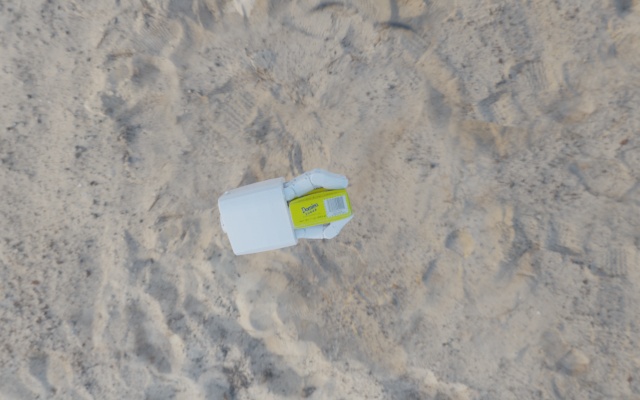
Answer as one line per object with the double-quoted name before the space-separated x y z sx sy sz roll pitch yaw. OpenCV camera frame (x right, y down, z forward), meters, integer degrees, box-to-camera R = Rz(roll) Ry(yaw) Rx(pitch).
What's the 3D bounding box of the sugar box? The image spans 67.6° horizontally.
"sugar box" 0.000 0.002 0.804 0.093 0.048 0.176 -12 10 1
